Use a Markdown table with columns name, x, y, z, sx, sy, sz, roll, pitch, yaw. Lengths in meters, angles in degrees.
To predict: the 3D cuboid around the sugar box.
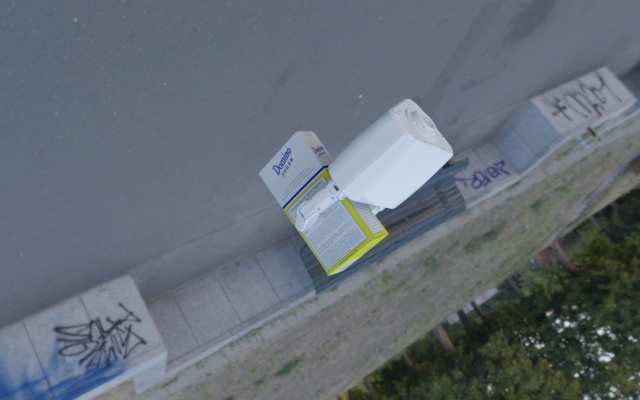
| name | x | y | z | sx | sy | sz | roll | pitch | yaw |
| --- | --- | --- | --- | --- | --- | --- | --- | --- | --- |
| sugar box | 0.001 | 0.002 | 0.637 | 0.093 | 0.176 | 0.048 | -43 | -18 | 30 |
